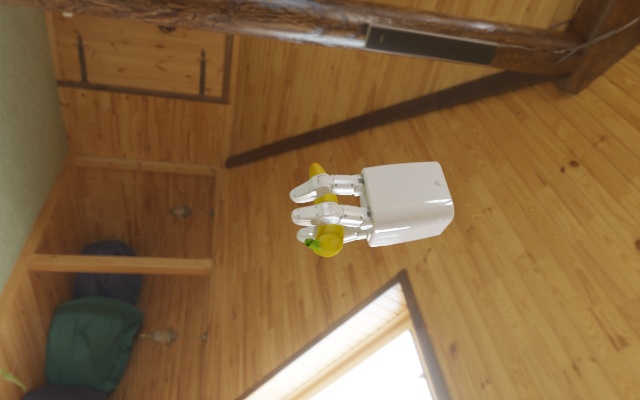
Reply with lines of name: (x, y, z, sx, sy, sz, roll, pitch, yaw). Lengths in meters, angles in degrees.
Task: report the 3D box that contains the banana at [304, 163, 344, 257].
banana: (0.007, 0.018, 0.672, 0.037, 0.070, 0.197, -19, 32, 11)
